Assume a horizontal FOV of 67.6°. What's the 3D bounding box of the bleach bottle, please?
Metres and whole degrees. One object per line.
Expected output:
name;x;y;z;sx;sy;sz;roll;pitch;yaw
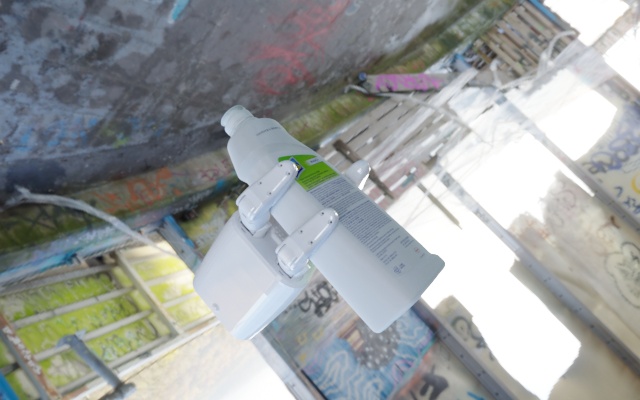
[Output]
bleach bottle;0.000;0.002;0.460;0.068;0.251;0.102;-51;-14;32
